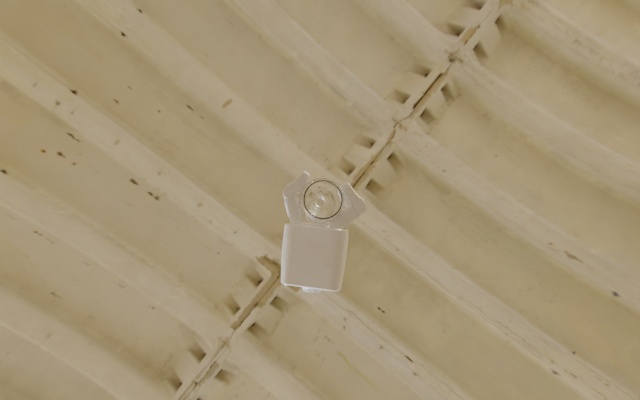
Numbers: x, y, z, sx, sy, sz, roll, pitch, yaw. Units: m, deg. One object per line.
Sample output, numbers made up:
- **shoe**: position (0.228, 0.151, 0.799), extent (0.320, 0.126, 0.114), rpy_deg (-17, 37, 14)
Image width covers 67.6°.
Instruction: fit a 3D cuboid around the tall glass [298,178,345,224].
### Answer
- **tall glass**: position (0.000, 0.003, 0.847), extent (0.079, 0.079, 0.201), rpy_deg (0, -3, -2)
